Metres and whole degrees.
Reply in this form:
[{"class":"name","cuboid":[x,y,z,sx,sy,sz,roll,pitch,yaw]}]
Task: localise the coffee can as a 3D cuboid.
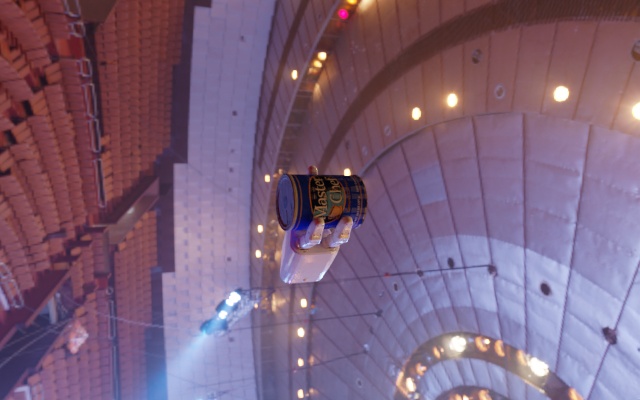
[{"class":"coffee can","cuboid":[0.000,0.003,0.873,0.140,0.103,0.103,-1,0,-23]}]
